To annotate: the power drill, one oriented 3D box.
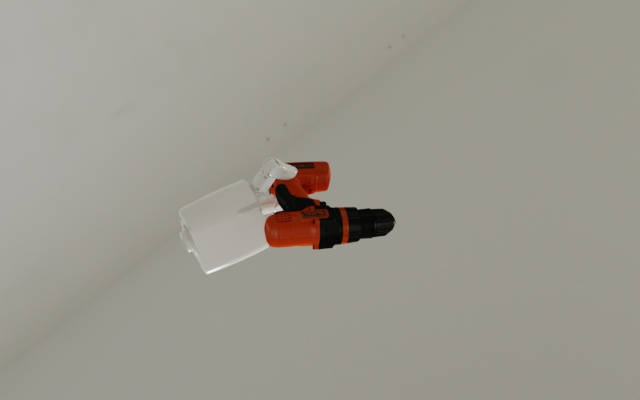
[{"bbox_3d":[0.000,0.002,0.718,0.184,0.057,0.187,-3,28,-13],"label":"power drill"}]
